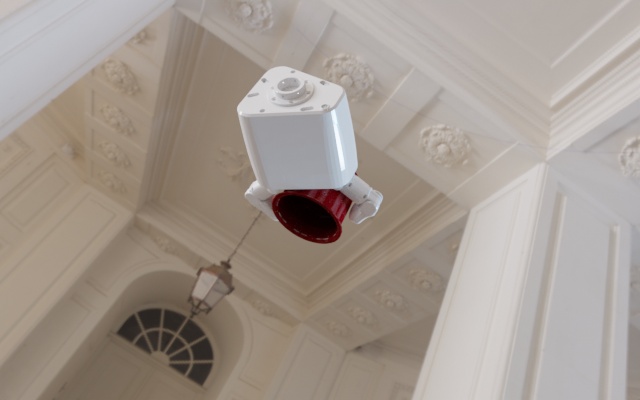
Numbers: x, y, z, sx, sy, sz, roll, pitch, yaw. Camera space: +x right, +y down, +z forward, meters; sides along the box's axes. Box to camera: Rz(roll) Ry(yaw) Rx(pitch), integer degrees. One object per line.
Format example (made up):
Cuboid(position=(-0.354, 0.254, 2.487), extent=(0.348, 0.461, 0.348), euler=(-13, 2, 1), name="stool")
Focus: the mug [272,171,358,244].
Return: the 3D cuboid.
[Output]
Cuboid(position=(0.000, 0.003, 0.608), extent=(0.093, 0.081, 0.117), euler=(14, -38, 21), name="mug")
